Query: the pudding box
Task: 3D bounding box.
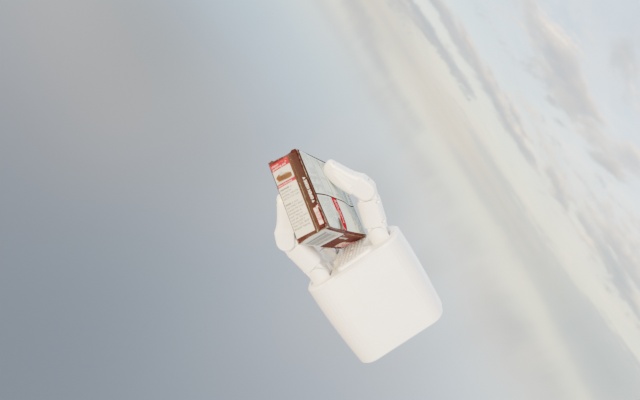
[{"bbox_3d":[0.000,0.002,0.502,0.039,0.090,0.113,-28,-18,17],"label":"pudding box"}]
